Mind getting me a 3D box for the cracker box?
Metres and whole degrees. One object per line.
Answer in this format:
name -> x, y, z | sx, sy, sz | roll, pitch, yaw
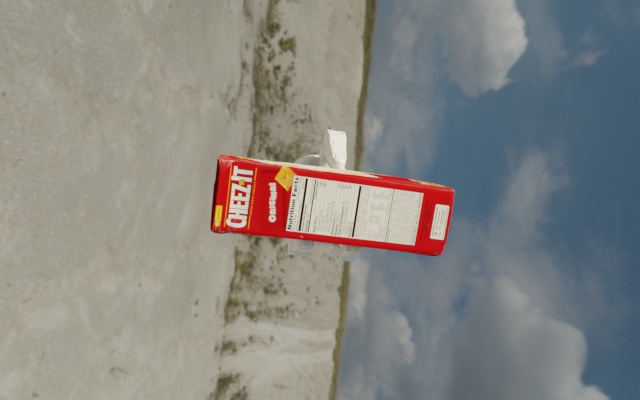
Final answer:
cracker box -> 0.000, 0.001, 0.488 | 0.214, 0.072, 0.164 | 7, 4, -11
